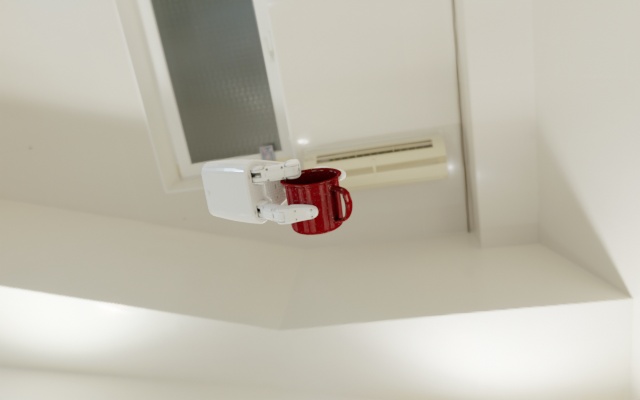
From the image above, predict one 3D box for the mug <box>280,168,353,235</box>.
[{"bbox_3d":[0.001,0.003,0.720,0.117,0.081,0.093,7,23,38],"label":"mug"}]
